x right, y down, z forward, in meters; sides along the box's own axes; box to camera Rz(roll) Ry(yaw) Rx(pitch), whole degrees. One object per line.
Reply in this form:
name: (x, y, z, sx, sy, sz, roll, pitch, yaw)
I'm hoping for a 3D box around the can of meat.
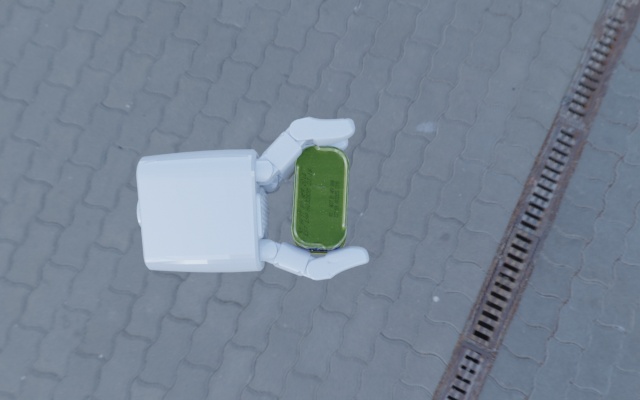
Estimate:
can of meat: (0.000, 0.002, 0.475, 0.057, 0.102, 0.084, 2, -8, 1)
